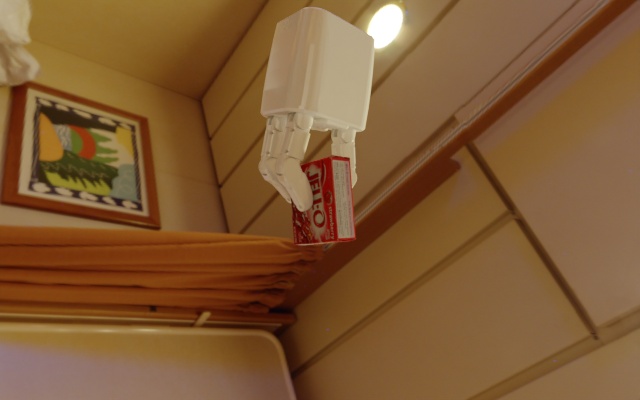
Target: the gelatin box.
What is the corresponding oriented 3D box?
[{"bbox_3d":[0.000,0.002,0.512,0.030,0.089,0.073,0,-7,-40],"label":"gelatin box"}]
